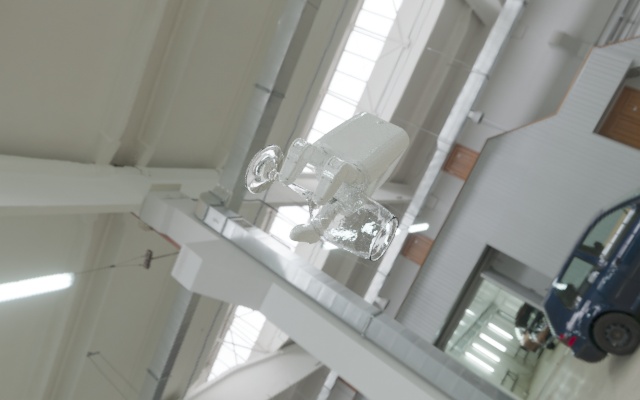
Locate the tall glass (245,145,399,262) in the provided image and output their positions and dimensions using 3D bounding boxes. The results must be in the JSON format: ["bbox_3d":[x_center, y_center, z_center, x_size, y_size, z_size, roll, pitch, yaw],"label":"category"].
[{"bbox_3d":[-0.001,0.002,0.616,0.201,0.079,0.079,31,14,26],"label":"tall glass"}]
